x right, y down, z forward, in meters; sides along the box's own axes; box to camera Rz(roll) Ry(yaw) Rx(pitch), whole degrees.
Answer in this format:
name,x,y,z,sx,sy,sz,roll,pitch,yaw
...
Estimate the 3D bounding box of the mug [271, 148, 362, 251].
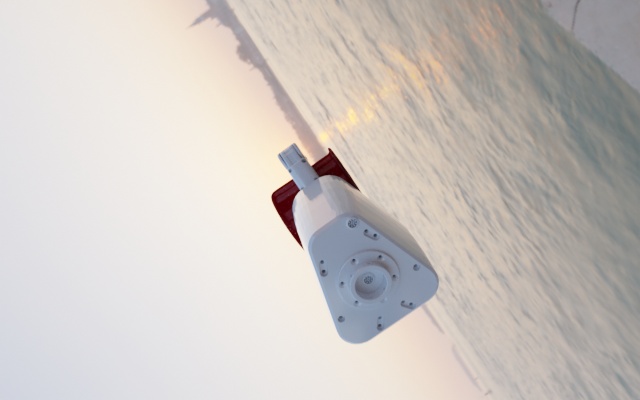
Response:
name,x,y,z,sx,sy,sz,roll,pitch,yaw
mug,0.000,0.001,0.518,0.081,0.093,0.117,-34,17,2
